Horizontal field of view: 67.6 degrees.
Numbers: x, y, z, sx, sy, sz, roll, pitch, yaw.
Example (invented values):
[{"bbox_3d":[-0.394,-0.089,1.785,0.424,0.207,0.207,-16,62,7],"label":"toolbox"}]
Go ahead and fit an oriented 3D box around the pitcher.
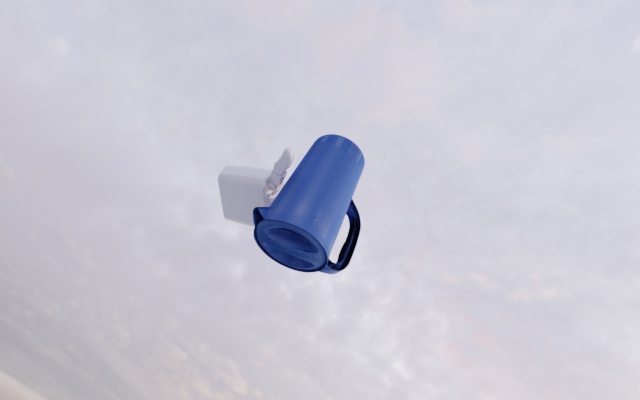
[{"bbox_3d":[0.000,0.003,0.846,0.145,0.242,0.149,10,-40,23],"label":"pitcher"}]
